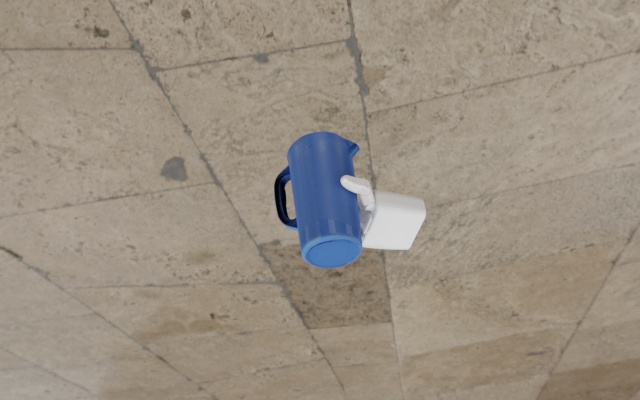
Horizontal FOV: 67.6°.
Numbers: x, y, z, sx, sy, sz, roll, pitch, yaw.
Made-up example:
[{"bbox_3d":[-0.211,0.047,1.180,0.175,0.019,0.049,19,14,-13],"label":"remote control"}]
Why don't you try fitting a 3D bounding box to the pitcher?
[{"bbox_3d":[0.000,0.003,0.898,0.145,0.242,0.149,8,-40,-18],"label":"pitcher"}]
